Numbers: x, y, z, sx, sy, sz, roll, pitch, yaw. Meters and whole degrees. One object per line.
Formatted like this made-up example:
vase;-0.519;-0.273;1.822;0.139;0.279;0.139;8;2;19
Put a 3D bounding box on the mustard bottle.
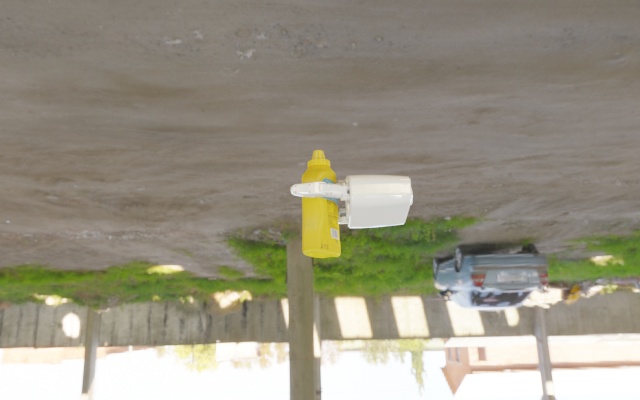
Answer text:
mustard bottle;0.000;0.003;0.850;0.058;0.191;0.096;-8;-15;24
